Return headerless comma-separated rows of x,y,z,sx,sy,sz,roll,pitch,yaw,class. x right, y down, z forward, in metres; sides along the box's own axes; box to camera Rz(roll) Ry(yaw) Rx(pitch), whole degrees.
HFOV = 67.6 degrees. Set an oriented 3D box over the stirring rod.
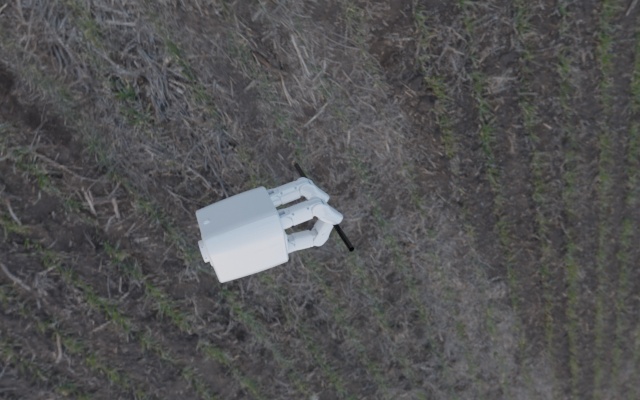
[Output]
0.000,0.002,0.742,0.011,0.011,0.239,0,32,-25,stirring rod
